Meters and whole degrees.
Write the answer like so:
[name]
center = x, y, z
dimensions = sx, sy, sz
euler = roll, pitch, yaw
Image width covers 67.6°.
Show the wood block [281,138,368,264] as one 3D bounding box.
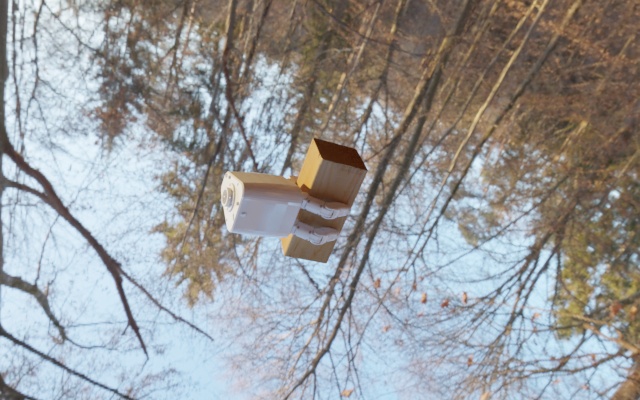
[wood block]
center = 0.000, 0.003, 0.882
dimensions = 0.090, 0.206, 0.090
euler = 12, 28, -19
